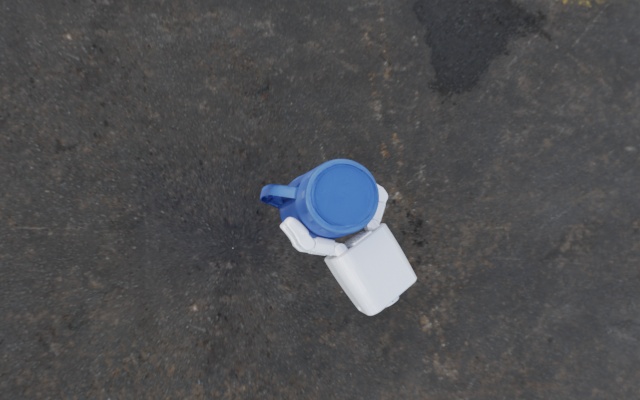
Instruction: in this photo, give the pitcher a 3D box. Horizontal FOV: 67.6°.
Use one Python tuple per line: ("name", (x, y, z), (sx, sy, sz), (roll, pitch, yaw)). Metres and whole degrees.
("pitcher", (0.000, 0.003, 0.780), (0.149, 0.145, 0.243), (-32, 1, -12))
